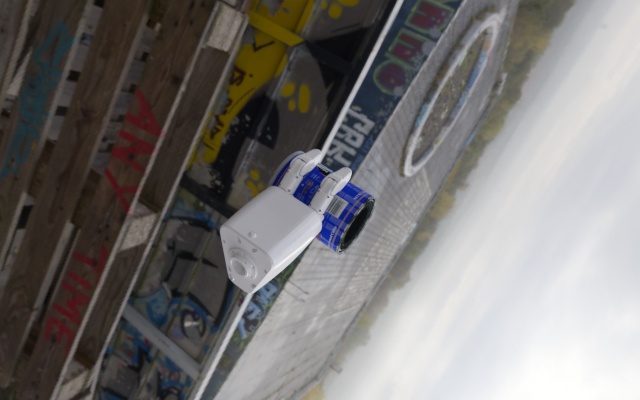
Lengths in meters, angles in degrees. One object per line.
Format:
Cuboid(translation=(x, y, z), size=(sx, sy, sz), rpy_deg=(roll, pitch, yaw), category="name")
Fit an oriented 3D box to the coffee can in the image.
Cuboid(translation=(0.000, 0.002, 0.733), size=(0.140, 0.103, 0.103), rpy_deg=(33, 11, 17), category="coffee can")
